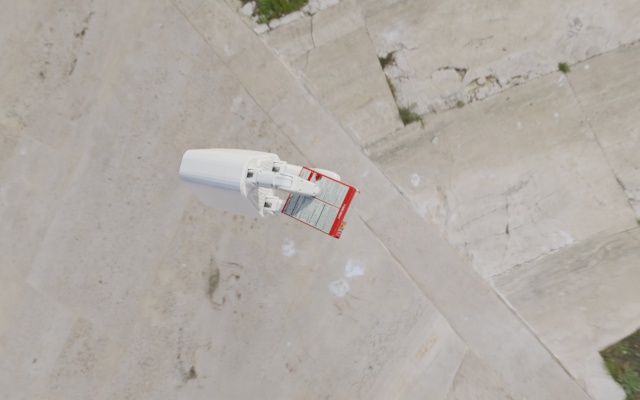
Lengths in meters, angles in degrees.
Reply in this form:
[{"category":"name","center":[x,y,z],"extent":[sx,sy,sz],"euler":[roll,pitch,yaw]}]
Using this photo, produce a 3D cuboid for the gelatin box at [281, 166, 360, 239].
[{"category":"gelatin box","center":[0.000,0.002,0.662],"extent":[0.089,0.073,0.030],"euler":[24,-1,24]}]
